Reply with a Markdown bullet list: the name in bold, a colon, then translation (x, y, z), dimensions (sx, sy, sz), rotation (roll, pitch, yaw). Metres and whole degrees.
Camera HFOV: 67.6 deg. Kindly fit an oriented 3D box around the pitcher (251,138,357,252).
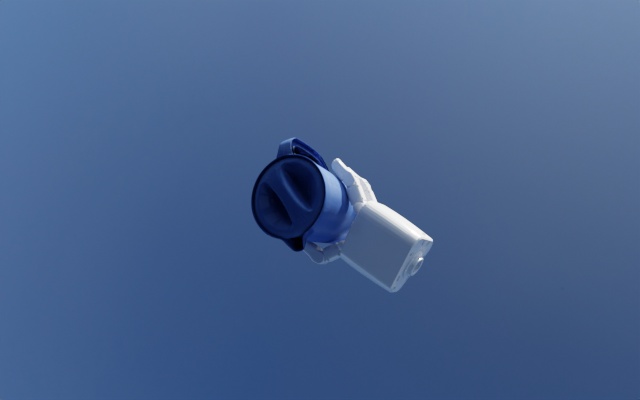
- **pitcher**: translation (0.000, 0.003, 0.829), dimensions (0.145, 0.149, 0.243), rotation (34, 7, 28)
